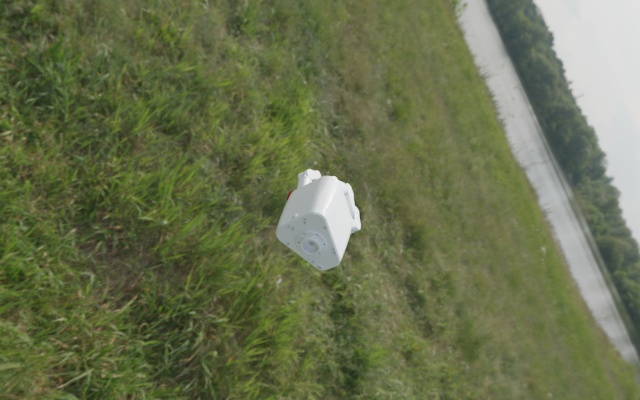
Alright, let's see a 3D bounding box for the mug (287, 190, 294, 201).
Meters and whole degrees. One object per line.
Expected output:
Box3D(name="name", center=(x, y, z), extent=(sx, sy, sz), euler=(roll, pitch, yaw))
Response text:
Box3D(name="mug", center=(0.001, 0.002, 0.892), extent=(0.081, 0.093, 0.117), euler=(-24, 25, 27))
